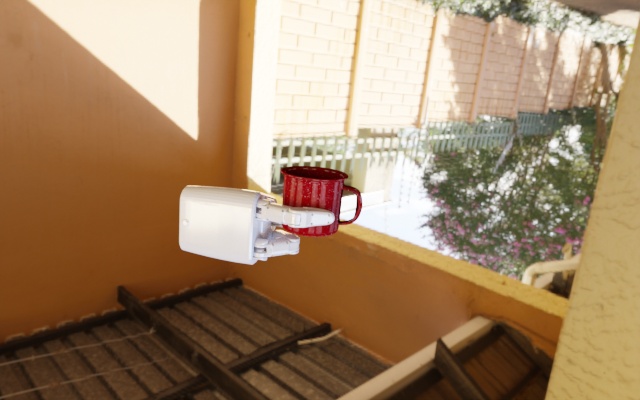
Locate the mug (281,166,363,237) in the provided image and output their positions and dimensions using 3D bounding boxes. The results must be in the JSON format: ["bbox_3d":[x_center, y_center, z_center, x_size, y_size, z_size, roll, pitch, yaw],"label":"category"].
[{"bbox_3d":[0.002,0.003,0.659,0.117,0.081,0.093,8,14,11],"label":"mug"}]
